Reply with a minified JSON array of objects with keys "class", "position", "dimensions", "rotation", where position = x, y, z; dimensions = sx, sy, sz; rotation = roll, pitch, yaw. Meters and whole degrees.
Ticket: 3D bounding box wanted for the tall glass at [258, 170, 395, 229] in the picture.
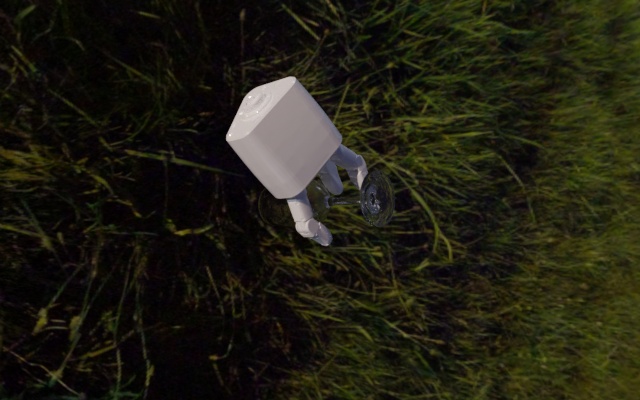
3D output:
[{"class":"tall glass","position":[0.001,0.002,0.674],"dimensions":[0.201,0.079,0.079],"rotation":[-4,-3,42]}]
